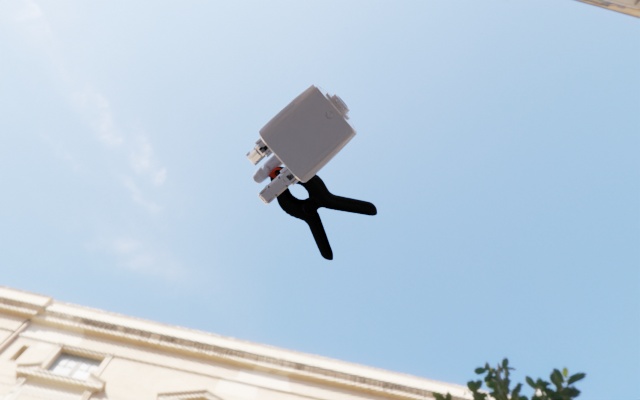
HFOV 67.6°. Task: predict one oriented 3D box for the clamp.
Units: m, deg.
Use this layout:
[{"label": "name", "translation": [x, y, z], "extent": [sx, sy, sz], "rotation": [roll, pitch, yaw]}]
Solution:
[{"label": "clamp", "translation": [0.000, 0.002, 0.738], "extent": [0.120, 0.171, 0.039], "rotation": [-40, 13, 13]}]
